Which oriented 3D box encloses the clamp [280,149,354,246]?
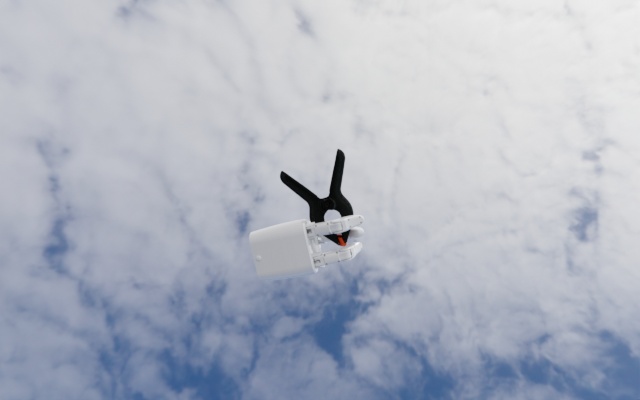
[{"bbox_3d":[0.000,0.003,0.852,0.120,0.171,0.039,-12,6,8],"label":"clamp"}]
